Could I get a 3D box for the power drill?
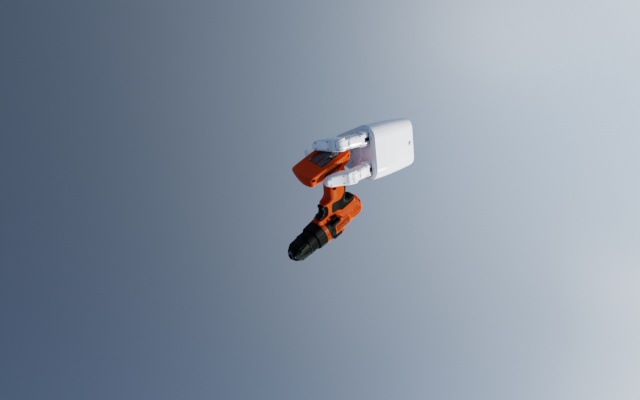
[{"bbox_3d":[0.000,0.002,0.863,0.057,0.188,0.184,30,56,31],"label":"power drill"}]
